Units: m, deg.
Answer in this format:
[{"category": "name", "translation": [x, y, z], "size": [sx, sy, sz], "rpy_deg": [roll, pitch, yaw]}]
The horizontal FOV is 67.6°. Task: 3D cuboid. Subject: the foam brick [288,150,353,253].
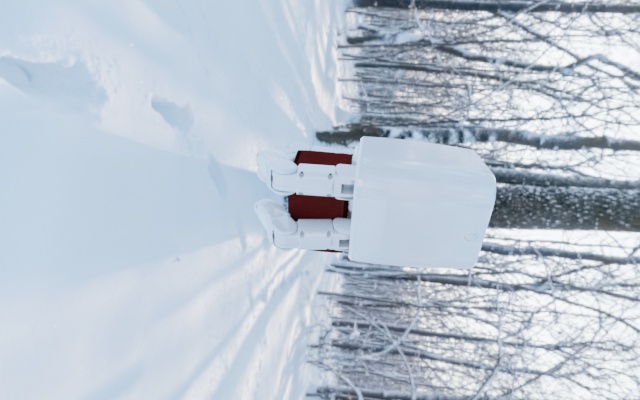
[{"category": "foam brick", "translation": [0.000, 0.002, 0.434], "size": [0.051, 0.078, 0.053], "rpy_deg": [6, 37, 5]}]
